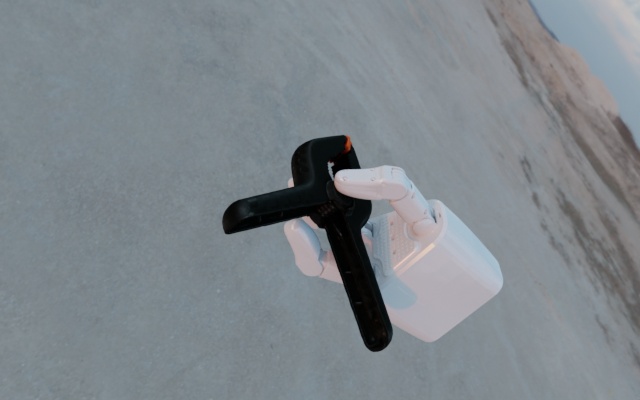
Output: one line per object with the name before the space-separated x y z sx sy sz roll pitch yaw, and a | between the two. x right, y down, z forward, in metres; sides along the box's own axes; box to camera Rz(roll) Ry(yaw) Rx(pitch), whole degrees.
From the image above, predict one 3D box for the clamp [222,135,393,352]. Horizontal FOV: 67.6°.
clamp | 0.001 0.001 0.404 0.036 0.209 0.165 -32 -57 29
